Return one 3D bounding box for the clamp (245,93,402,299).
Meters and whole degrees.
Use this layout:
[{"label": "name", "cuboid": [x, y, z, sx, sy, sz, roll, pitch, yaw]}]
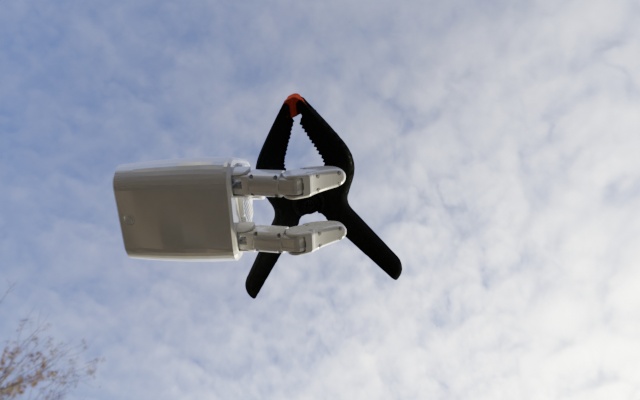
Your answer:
[{"label": "clamp", "cuboid": [0.000, 0.001, 0.471, 0.164, 0.210, 0.036, -2, 21, 0]}]
